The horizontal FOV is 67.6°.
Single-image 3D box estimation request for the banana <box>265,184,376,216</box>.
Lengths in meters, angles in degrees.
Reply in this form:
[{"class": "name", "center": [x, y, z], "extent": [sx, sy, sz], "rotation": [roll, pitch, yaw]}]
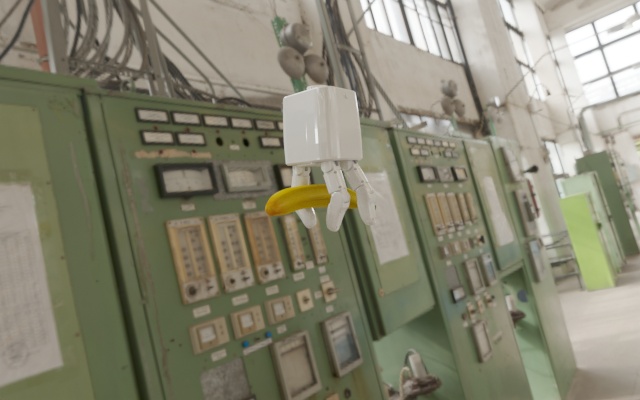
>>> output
[{"class": "banana", "center": [-0.008, -0.002, 0.718], "extent": [0.198, 0.037, 0.069], "rotation": [-3, 15, -36]}]
